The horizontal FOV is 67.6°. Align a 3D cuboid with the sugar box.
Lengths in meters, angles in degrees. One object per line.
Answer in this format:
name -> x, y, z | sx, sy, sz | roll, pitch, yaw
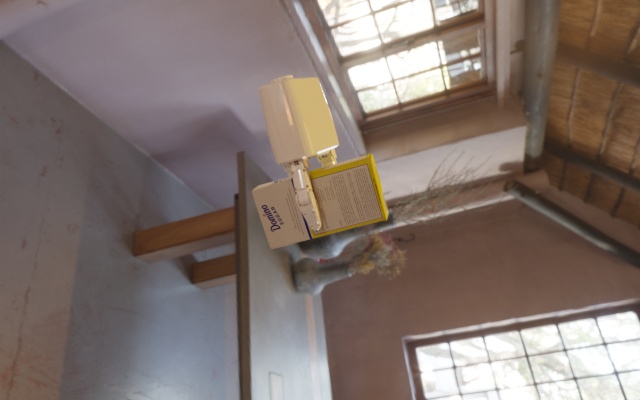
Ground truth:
sugar box -> 0.000, 0.002, 0.681 | 0.176, 0.093, 0.048 | -14, 11, 14
